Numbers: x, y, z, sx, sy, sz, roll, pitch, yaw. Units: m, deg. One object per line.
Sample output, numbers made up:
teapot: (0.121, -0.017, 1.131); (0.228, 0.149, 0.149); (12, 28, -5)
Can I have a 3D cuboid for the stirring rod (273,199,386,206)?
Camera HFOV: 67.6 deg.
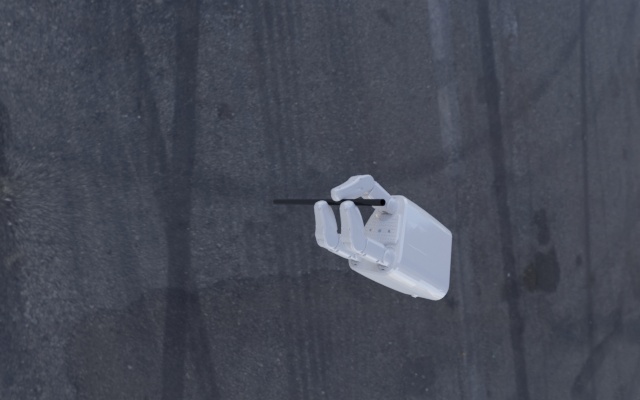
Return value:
stirring rod: (0.000, 0.002, 0.617); (0.011, 0.011, 0.239); (0, 0, -34)
